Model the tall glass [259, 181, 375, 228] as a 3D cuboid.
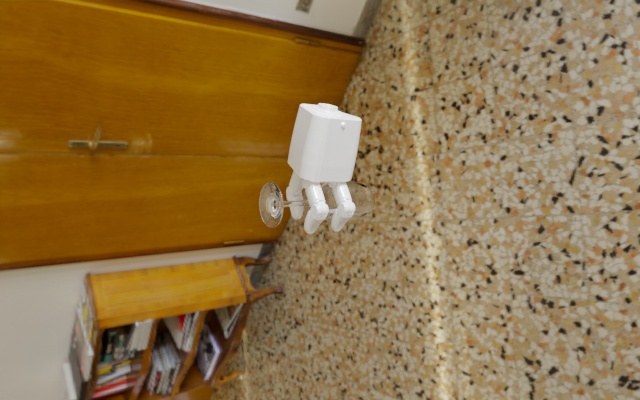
[{"bbox_3d":[0.000,0.003,0.826,0.201,0.079,0.079,-3,1,-36],"label":"tall glass"}]
